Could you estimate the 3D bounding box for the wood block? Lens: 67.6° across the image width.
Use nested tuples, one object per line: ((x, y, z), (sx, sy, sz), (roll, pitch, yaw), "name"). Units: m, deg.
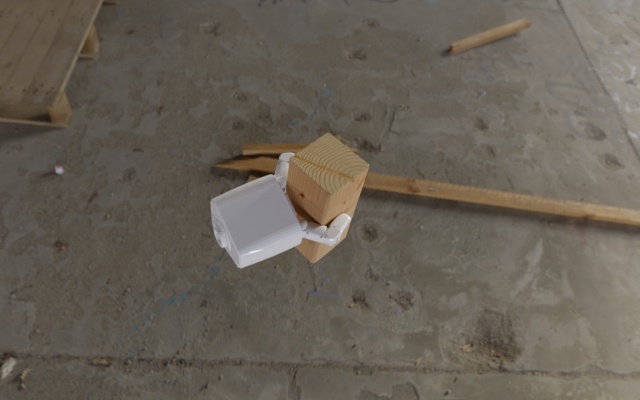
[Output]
((0.000, 0.003, 0.796), (0.090, 0.091, 0.206), (-37, -22, -29), "wood block")
